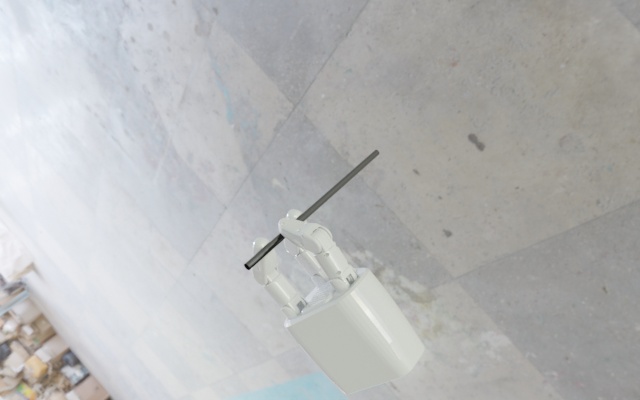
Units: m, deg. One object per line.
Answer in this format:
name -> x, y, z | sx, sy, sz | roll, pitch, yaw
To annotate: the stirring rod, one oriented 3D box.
stirring rod -> 0.000, 0.002, 0.540 | 0.011, 0.011, 0.239 | 0, 32, 45
